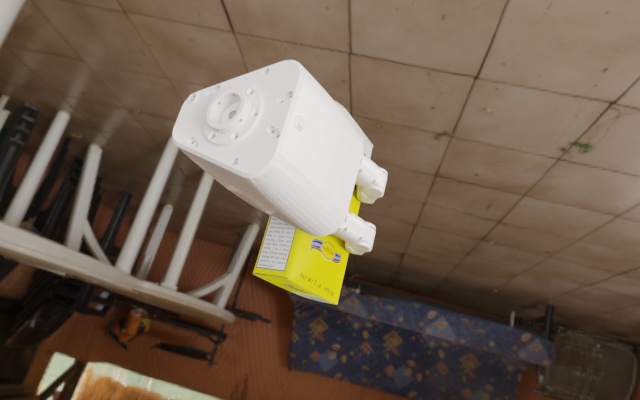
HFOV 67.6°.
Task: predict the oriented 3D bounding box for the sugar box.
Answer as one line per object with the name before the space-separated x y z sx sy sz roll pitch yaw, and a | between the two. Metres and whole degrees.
sugar box | 0.000 0.002 0.459 0.048 0.176 0.093 5 -21 32
